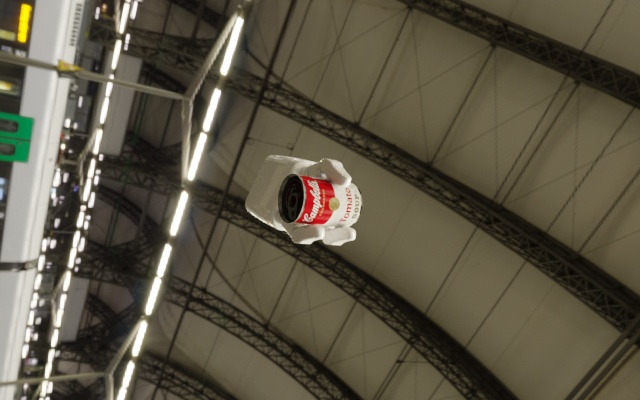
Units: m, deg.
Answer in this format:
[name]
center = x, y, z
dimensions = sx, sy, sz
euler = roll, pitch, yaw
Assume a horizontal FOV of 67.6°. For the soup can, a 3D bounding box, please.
[soup can]
center = 0.001, 0.002, 0.674
dimensions = 0.102, 0.068, 0.068
euler = 7, -4, -35
